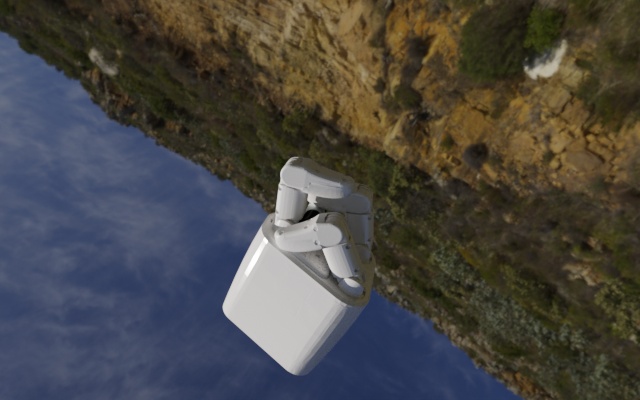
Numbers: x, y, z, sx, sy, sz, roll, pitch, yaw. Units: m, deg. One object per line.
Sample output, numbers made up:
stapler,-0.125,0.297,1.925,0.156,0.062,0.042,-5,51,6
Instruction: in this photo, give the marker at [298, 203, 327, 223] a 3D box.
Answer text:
marker,0.000,0.001,0.458,0.020,0.020,0.121,0,24,13
